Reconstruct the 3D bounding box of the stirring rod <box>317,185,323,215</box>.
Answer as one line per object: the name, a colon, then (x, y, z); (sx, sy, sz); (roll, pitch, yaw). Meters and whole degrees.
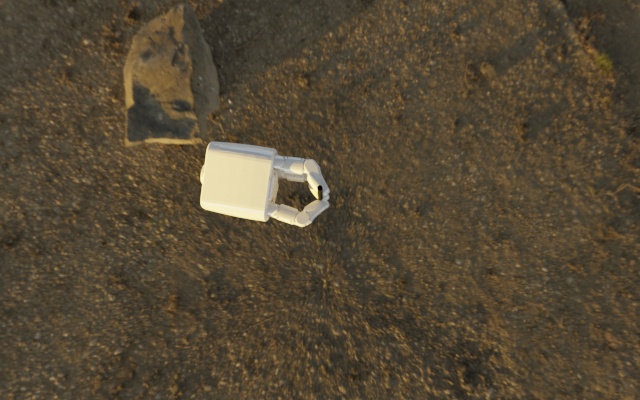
stirring rod: (0.000, 0.003, 0.793); (0.011, 0.011, 0.239); (0, -10, 0)
